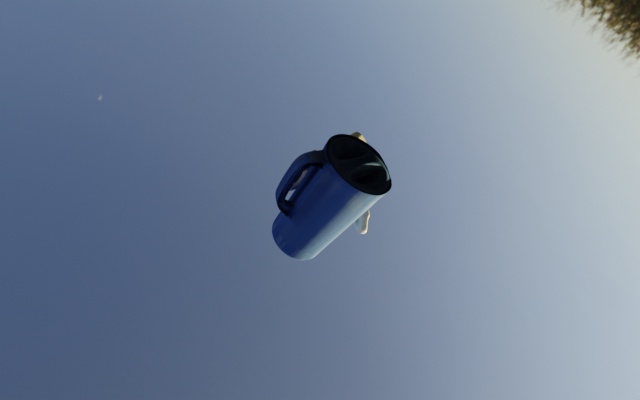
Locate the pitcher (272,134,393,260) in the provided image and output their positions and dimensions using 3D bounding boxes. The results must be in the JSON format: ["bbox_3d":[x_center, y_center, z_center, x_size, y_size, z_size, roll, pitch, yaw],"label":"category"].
[{"bbox_3d":[0.000,0.003,0.864,0.243,0.149,0.145,-49,-2,39],"label":"pitcher"}]
